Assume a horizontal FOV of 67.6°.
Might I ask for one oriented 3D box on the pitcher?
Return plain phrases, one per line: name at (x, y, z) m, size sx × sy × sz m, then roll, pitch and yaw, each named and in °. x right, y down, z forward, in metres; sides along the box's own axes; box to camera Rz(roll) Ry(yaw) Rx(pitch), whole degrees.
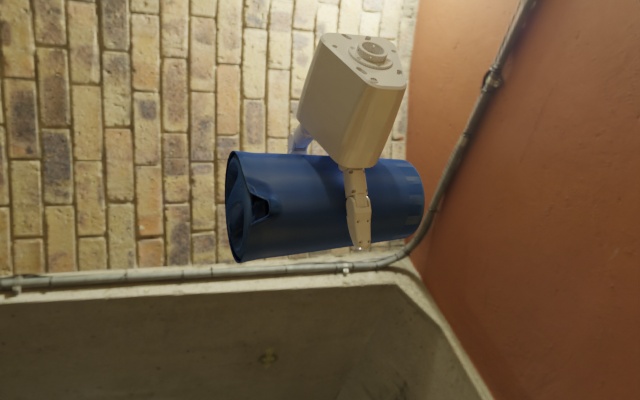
pitcher at (0.000, 0.002, 0.616) m, size 0.243 × 0.145 × 0.149 m, roll -2°, pitch 45°, yaw -22°
